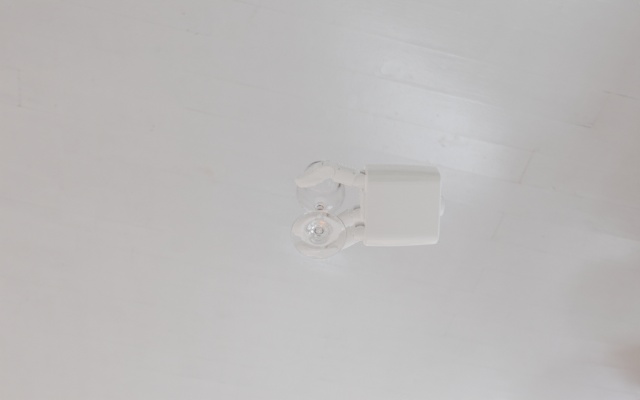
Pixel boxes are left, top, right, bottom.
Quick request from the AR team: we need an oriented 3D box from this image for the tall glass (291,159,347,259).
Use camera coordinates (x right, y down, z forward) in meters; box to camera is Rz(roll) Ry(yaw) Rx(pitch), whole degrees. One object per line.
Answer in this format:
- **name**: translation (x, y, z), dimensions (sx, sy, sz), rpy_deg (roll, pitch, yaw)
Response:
- **tall glass**: translation (0.000, 0.003, 0.717), dimensions (0.079, 0.079, 0.201), rpy_deg (0, 26, 1)
